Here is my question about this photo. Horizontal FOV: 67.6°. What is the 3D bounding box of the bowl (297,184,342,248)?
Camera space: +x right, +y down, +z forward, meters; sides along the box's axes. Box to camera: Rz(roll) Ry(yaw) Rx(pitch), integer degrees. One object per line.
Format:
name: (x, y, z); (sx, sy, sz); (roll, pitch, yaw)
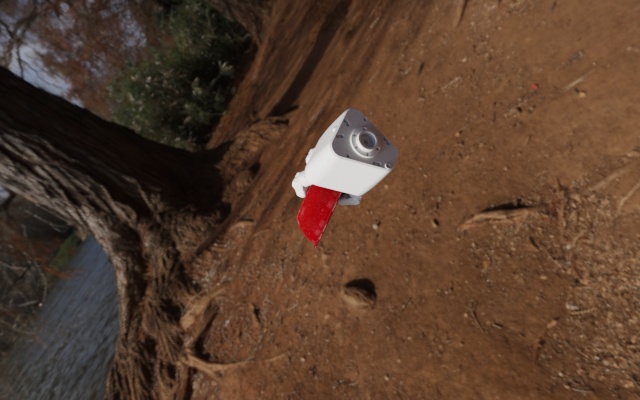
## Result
bowl: (-0.001, 0.003, 0.868); (0.055, 0.162, 0.162); (24, 0, 1)
